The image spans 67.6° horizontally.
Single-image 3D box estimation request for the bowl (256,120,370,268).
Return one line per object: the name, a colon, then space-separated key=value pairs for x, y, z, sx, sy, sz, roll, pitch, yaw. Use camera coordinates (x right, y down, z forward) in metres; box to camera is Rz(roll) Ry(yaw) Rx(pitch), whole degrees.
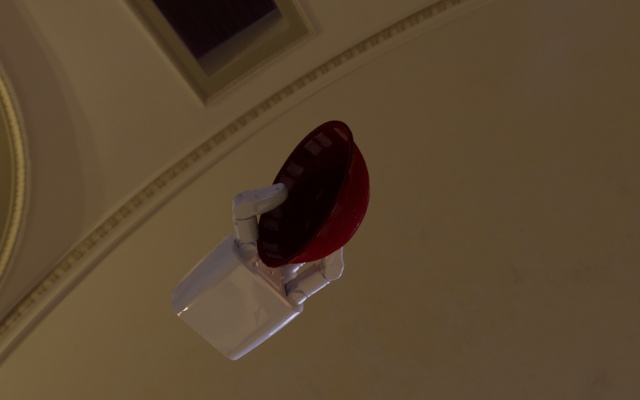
bowl: x=0.001 y=0.001 z=0.487 sx=0.055 sy=0.162 sz=0.162 roll=28 pitch=-13 yaw=-26
